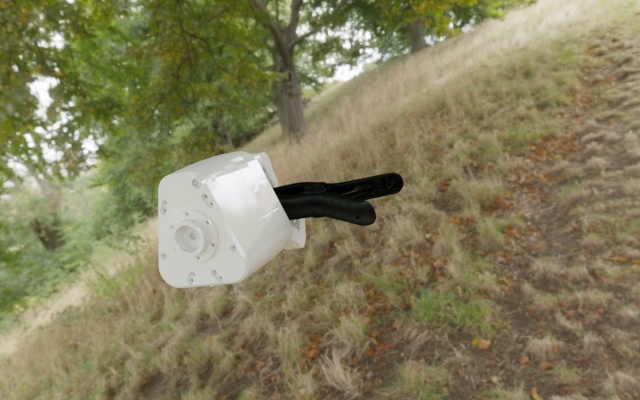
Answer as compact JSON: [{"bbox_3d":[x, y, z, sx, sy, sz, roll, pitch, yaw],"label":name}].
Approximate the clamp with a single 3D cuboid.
[{"bbox_3d":[0.000,0.001,0.523,0.171,0.039,0.120,-7,10,18],"label":"clamp"}]
